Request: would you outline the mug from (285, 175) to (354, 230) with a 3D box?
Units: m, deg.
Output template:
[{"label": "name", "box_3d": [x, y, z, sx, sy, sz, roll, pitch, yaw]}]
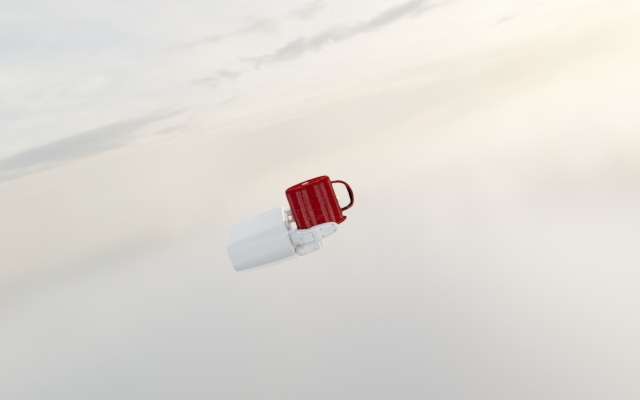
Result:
[{"label": "mug", "box_3d": [0.001, 0.002, 0.817, 0.117, 0.081, 0.093, -20, 8, -2]}]
